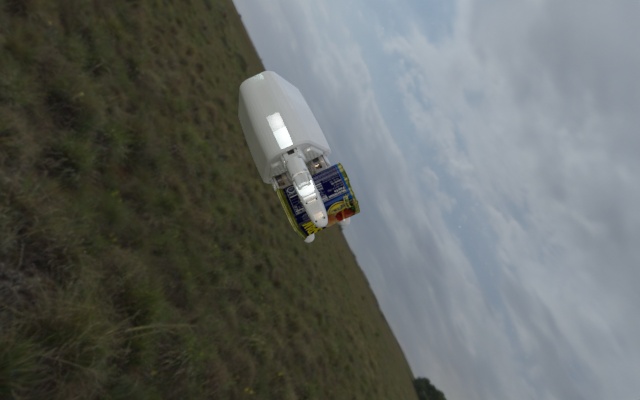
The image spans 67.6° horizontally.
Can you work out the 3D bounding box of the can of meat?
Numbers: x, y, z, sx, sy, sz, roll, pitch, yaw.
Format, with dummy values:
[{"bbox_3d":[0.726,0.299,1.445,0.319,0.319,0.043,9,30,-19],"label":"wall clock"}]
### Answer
[{"bbox_3d":[0.000,0.002,0.598,0.084,0.057,0.102,-25,-16,0],"label":"can of meat"}]
